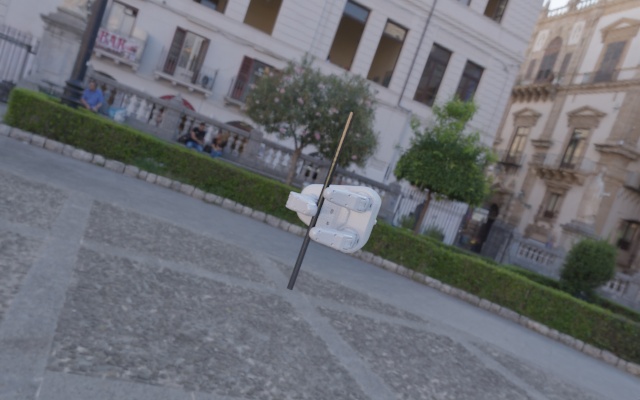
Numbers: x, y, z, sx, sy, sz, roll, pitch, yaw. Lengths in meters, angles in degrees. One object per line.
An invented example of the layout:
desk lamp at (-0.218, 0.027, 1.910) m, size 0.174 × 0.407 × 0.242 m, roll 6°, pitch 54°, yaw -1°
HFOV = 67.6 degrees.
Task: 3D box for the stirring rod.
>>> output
stirring rod at (0.000, 0.002, 0.613) m, size 0.011 × 0.239 × 0.011 m, roll 19°, pitch 4°, yaw -1°
